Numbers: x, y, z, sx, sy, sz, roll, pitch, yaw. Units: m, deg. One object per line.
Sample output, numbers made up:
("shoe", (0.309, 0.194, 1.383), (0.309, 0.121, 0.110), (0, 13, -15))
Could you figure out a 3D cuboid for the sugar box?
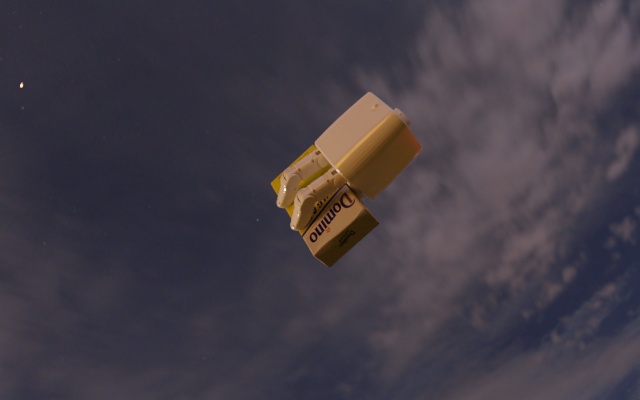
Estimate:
("sugar box", (0.000, 0.002, 0.682), (0.048, 0.093, 0.176), (42, 8, -40))
